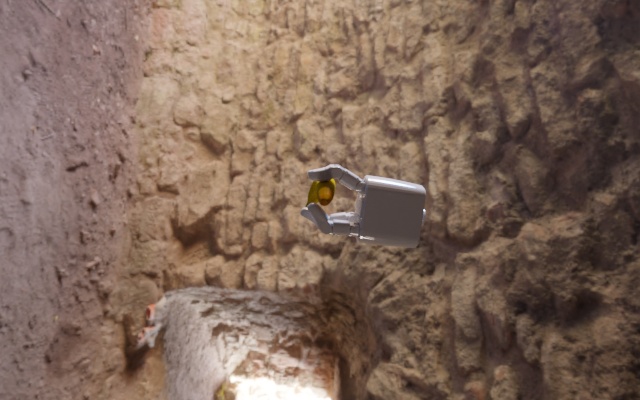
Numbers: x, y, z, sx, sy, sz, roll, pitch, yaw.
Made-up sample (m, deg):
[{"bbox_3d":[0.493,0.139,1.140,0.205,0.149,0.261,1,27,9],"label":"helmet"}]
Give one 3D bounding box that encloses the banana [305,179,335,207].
[{"bbox_3d":[0.003,-0.015,0.881,0.037,0.069,0.198,12,-7,-7],"label":"banana"}]
